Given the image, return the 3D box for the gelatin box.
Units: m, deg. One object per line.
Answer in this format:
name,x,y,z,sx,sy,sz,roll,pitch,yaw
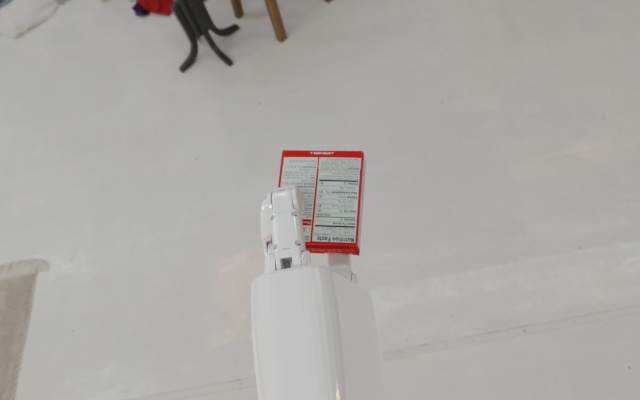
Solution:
gelatin box,0.000,0.001,0.412,0.073,0.089,0.030,1,-19,11
